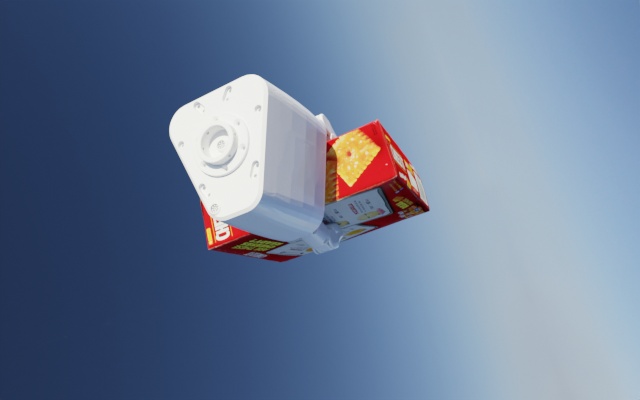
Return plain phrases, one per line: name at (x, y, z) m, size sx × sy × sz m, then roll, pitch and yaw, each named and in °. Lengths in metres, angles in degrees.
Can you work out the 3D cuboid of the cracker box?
cracker box at (0.000, 0.002, 0.546) m, size 0.214 × 0.072 × 0.164 m, roll -21°, pitch -19°, yaw 19°
